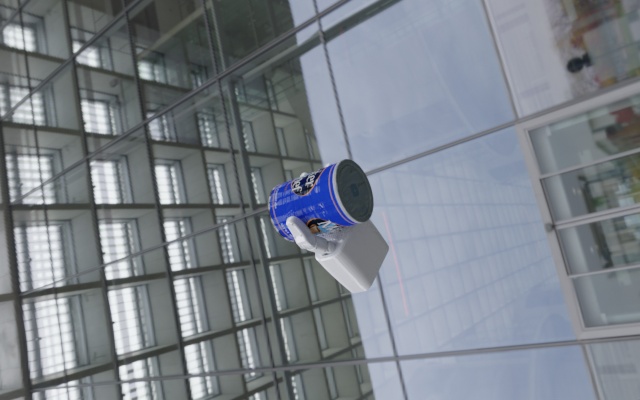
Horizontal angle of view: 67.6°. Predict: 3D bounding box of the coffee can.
[{"bbox_3d":[0.000,0.002,0.776,0.140,0.103,0.103,-18,-11,34],"label":"coffee can"}]
